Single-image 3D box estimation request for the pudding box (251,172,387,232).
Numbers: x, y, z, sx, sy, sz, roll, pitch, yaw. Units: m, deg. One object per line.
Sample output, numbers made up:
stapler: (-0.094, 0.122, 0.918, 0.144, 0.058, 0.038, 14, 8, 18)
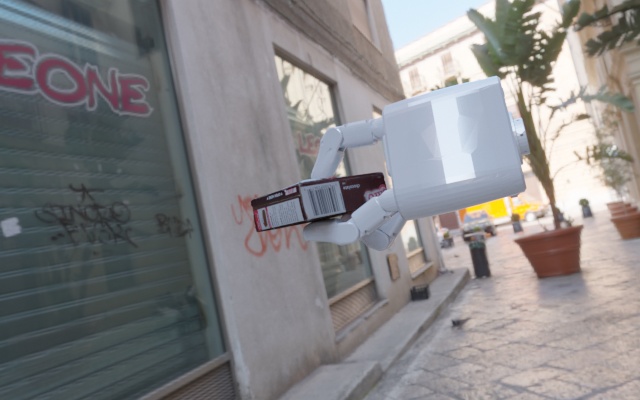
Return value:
pudding box: (0.000, 0.001, 0.488, 0.113, 0.039, 0.090, -8, -6, -39)
